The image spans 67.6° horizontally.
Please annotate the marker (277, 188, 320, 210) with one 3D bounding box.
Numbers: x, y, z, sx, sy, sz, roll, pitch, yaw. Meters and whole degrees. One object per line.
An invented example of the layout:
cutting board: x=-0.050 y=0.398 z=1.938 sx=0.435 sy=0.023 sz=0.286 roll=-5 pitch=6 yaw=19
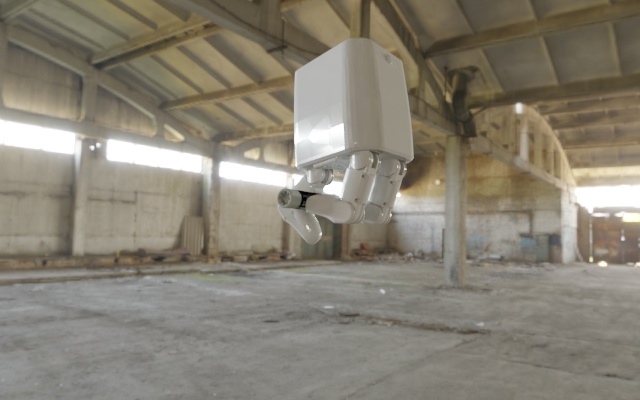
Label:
marker: x=0.000 y=0.002 z=0.498 sx=0.020 sy=0.020 sz=0.121 roll=0 pitch=-4 yaw=35
